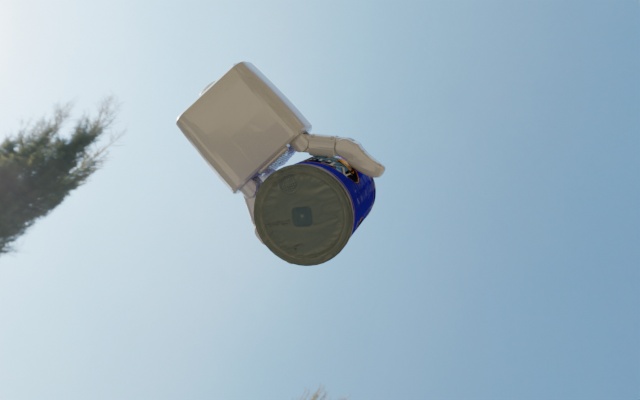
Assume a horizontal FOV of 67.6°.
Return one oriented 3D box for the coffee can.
[{"bbox_3d":[0.000,0.002,0.531,0.103,0.103,0.140,0,12,16],"label":"coffee can"}]
